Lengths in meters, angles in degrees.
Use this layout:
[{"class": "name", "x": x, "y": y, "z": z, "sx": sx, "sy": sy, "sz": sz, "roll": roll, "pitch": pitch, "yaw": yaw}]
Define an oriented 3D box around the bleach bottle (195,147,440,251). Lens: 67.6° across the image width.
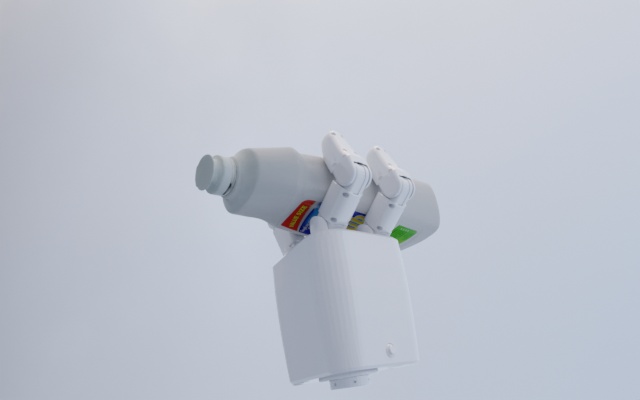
[{"class": "bleach bottle", "x": 0.000, "y": 0.001, "z": 0.445, "sx": 0.251, "sy": 0.068, "sz": 0.102, "roll": 12, "pitch": -30, "yaw": -41}]
